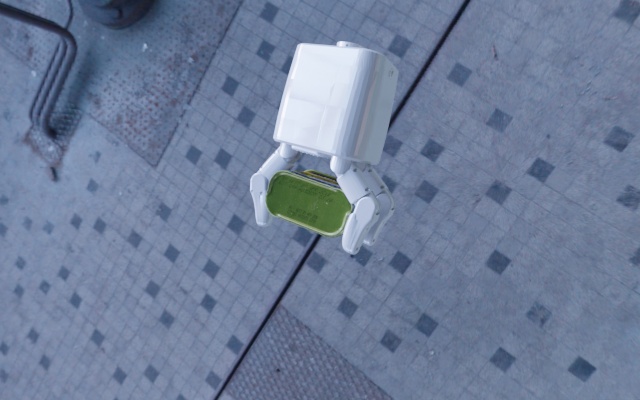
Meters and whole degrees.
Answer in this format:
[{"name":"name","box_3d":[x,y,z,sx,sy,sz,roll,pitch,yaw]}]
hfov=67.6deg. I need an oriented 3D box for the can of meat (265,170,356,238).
[{"name":"can of meat","box_3d":[0.000,0.002,0.528,0.102,0.057,0.084,19,8,19]}]
